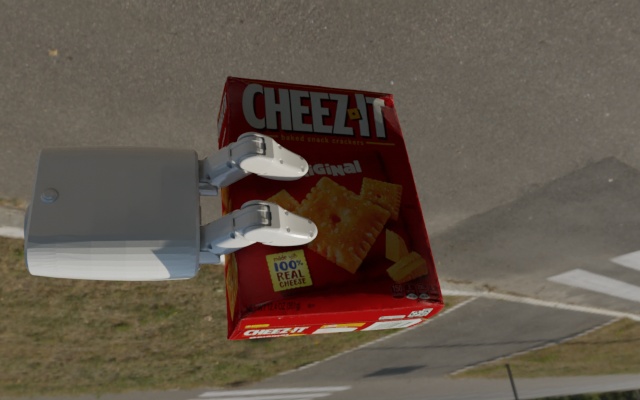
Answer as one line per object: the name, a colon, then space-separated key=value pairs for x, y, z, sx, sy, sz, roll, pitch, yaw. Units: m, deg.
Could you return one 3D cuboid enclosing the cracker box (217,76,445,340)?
cracker box: x=0.000 y=0.002 z=0.411 sx=0.164 sy=0.213 sz=0.072 roll=2 pitch=-28 yaw=-19
